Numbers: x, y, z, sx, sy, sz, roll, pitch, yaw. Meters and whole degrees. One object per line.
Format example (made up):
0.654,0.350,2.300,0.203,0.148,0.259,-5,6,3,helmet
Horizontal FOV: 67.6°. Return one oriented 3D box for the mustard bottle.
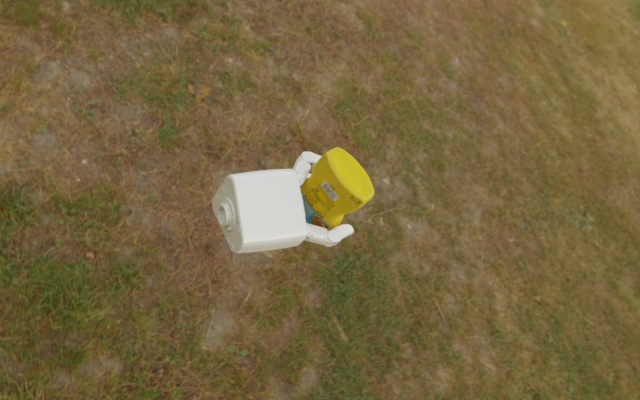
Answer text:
0.000,0.002,0.775,0.058,0.096,0.192,-36,-5,-41,mustard bottle
